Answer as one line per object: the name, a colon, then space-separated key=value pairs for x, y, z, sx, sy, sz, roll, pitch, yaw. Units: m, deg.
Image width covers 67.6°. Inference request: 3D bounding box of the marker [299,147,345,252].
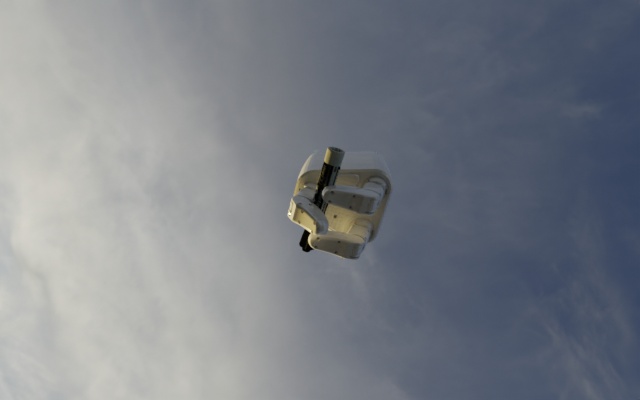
marker: x=0.000 y=0.002 z=0.512 sx=0.020 sy=0.121 sz=0.020 roll=15 pitch=21 yaw=-6
